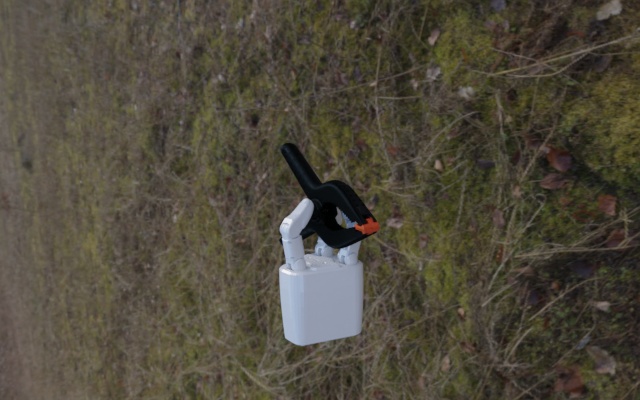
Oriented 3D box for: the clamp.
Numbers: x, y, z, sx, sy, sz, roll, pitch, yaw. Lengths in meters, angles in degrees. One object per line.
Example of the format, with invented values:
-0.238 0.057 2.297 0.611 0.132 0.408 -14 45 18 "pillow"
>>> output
0.000 0.003 0.673 0.036 0.164 0.210 -11 13 -36 "clamp"
